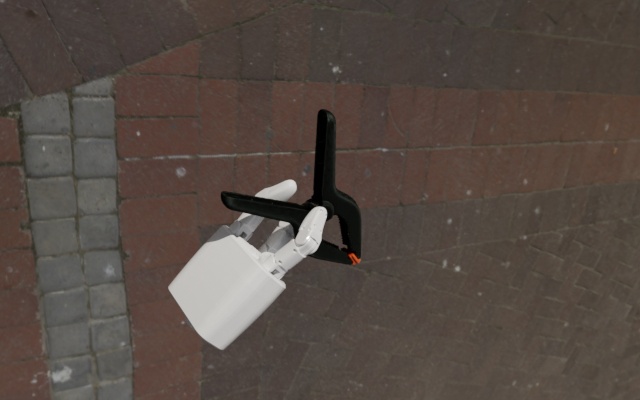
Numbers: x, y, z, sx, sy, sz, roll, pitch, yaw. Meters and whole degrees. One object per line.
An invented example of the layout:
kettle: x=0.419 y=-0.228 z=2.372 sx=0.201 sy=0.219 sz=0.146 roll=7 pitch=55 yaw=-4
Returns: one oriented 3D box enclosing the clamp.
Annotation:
clamp: x=0.001 y=0.003 z=0.600 sx=0.210 sy=0.164 sz=0.036 roll=46 pitch=-5 yaw=-34
